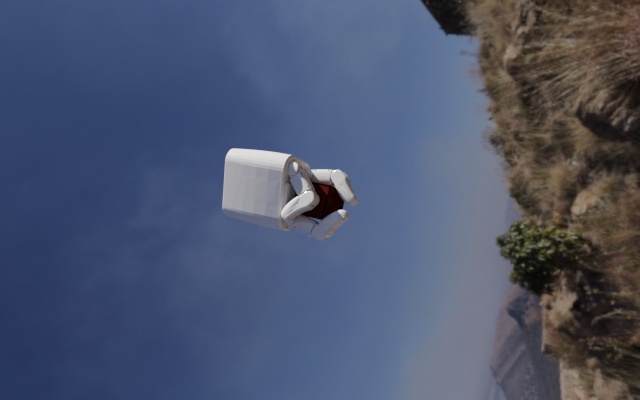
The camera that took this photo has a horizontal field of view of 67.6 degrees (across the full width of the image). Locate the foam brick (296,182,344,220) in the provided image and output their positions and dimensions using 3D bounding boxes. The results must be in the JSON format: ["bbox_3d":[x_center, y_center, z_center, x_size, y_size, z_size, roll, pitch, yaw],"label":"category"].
[{"bbox_3d":[0.000,0.003,0.738,0.051,0.053,0.078,10,-4,21],"label":"foam brick"}]
